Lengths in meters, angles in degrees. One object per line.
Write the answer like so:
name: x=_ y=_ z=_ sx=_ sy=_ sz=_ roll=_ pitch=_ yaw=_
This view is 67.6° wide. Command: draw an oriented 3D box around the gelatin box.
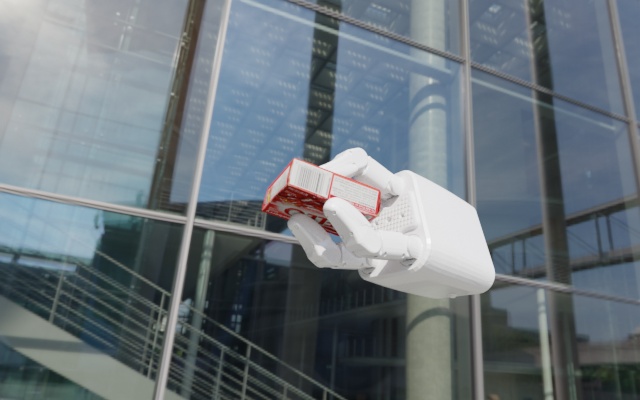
gelatin box: x=0.000 y=0.001 z=0.439 sx=0.089 sy=0.030 sz=0.073 roll=20 pitch=-26 yaw=-17
